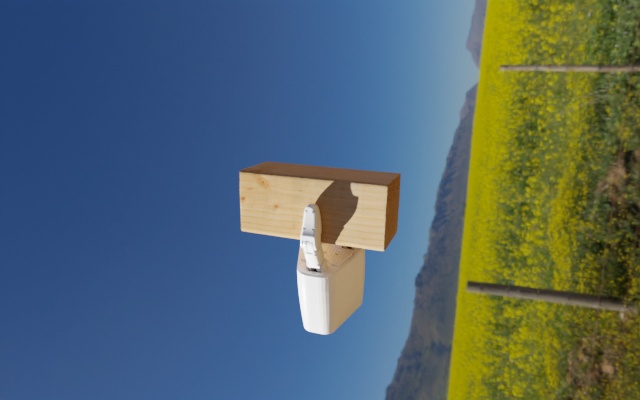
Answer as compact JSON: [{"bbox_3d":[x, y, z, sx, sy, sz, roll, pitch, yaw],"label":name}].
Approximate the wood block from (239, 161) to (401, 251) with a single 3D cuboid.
[{"bbox_3d":[0.000,0.003,0.667,0.206,0.090,0.091,6,15,18],"label":"wood block"}]
